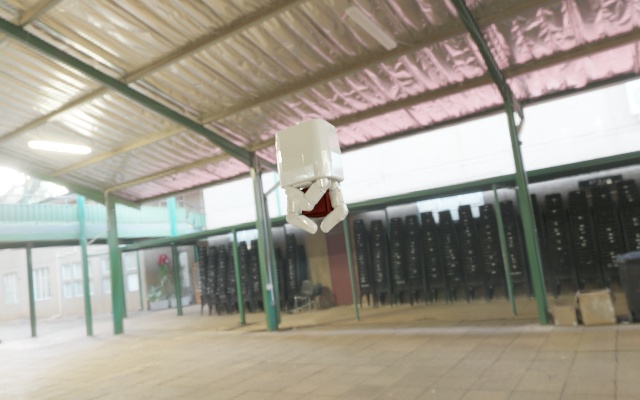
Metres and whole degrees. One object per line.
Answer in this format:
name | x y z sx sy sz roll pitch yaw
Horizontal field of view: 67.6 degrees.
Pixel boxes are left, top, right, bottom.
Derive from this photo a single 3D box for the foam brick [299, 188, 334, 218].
foam brick | 0.000 0.003 0.897 0.053 0.051 0.078 -10 -7 19
